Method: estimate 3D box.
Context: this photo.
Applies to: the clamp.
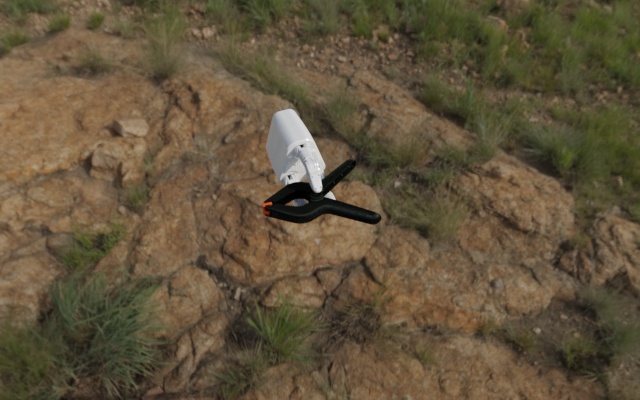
[{"bbox_3d":[0.000,0.002,0.880,0.210,0.036,0.164,-16,48,-14],"label":"clamp"}]
